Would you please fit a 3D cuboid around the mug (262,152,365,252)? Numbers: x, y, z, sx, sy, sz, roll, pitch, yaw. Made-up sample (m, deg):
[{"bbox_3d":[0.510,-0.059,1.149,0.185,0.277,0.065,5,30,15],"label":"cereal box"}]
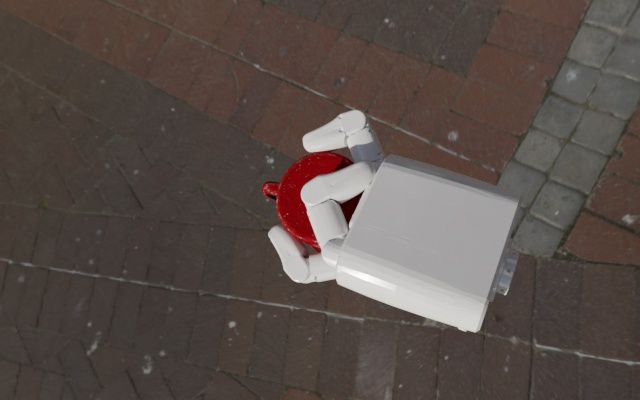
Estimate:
[{"bbox_3d":[-0.001,0.001,0.440,0.117,0.093,0.081,17,-6,21],"label":"mug"}]
